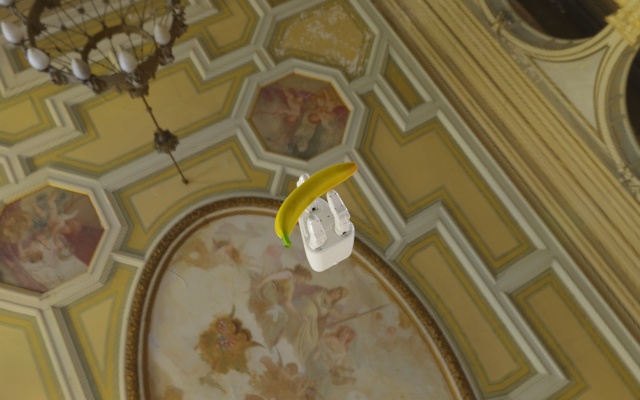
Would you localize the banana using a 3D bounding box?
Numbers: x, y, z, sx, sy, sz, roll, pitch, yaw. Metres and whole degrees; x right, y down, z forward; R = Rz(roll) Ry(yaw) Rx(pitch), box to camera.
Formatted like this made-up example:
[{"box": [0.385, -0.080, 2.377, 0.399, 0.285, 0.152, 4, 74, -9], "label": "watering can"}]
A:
[{"box": [-0.017, -0.003, 0.804, 0.069, 0.197, 0.037, 28, -26, 26], "label": "banana"}]
